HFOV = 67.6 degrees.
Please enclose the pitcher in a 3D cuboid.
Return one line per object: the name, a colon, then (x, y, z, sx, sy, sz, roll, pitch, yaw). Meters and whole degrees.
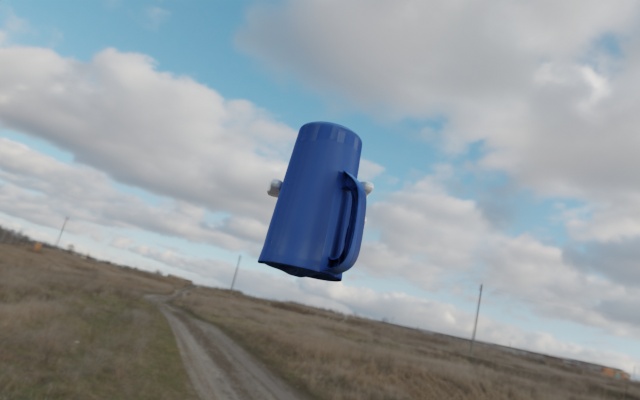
pitcher: (0.000, 0.003, 0.757, 0.149, 0.242, 0.145, 12, -13, 4)
